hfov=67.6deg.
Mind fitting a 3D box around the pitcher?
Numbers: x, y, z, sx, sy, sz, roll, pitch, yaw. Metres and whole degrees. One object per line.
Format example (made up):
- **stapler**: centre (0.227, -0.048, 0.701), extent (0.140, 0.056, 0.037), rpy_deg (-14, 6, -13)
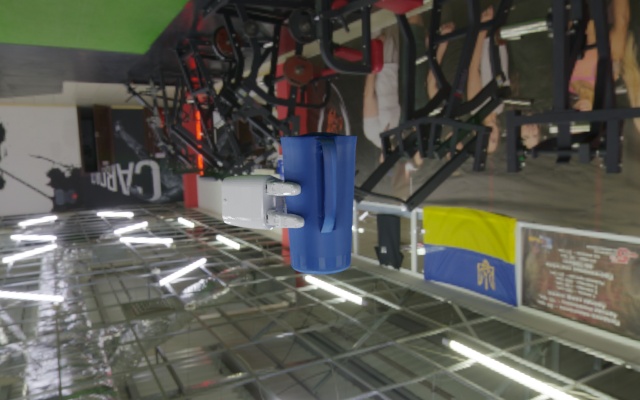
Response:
- **pitcher**: centre (0.000, 0.003, 0.835), extent (0.145, 0.243, 0.149), rpy_deg (3, 7, 33)
